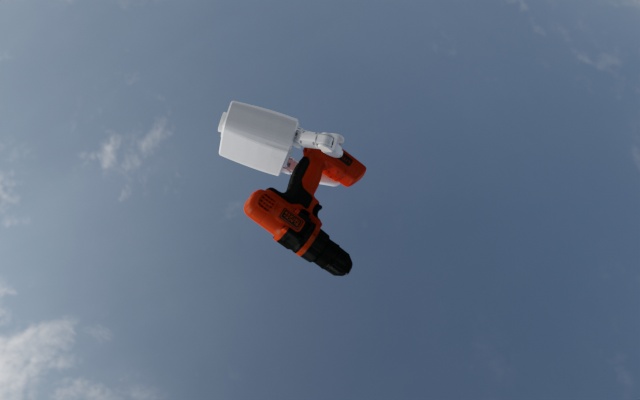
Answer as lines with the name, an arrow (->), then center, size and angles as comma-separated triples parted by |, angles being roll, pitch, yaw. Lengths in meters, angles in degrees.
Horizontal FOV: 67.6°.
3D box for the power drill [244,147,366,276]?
power drill -> 0.000, 0.002, 0.737 | 0.184, 0.187, 0.057 | 37, -35, -8
